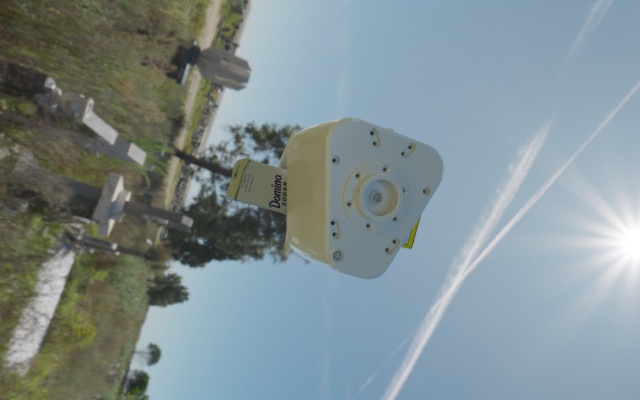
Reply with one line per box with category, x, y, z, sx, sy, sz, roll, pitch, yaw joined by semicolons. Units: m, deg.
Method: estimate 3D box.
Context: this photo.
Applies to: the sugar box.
sugar box;0.000;0.001;0.475;0.176;0.048;0.093;18;-1;-16
